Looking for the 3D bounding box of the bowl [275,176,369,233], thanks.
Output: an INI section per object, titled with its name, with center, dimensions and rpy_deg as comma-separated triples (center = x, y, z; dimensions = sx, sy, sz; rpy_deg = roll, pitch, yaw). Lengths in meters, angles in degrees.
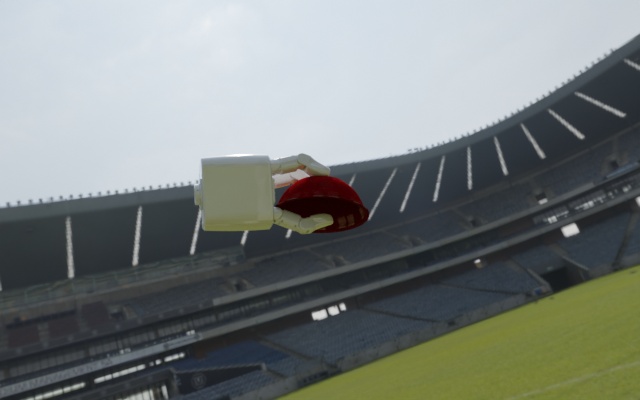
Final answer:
[bowl]
center = 0.001, 0.002, 0.796
dimensions = 0.162, 0.055, 0.162
rpy_deg = 1, -24, 1
